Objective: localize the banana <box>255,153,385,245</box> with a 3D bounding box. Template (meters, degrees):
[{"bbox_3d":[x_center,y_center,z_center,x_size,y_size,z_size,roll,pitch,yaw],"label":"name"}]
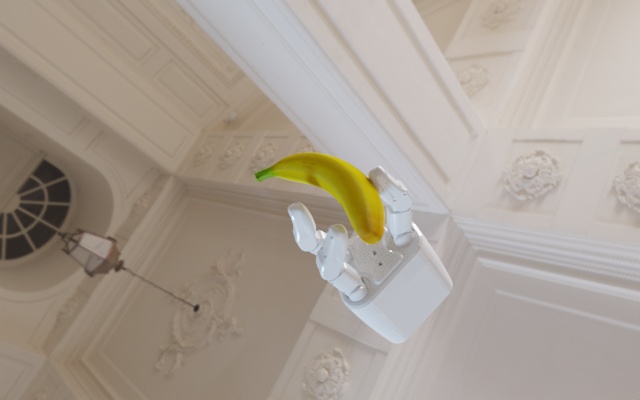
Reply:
[{"bbox_3d":[0.010,-0.013,0.490,0.197,0.069,0.037,27,-20,48],"label":"banana"}]
